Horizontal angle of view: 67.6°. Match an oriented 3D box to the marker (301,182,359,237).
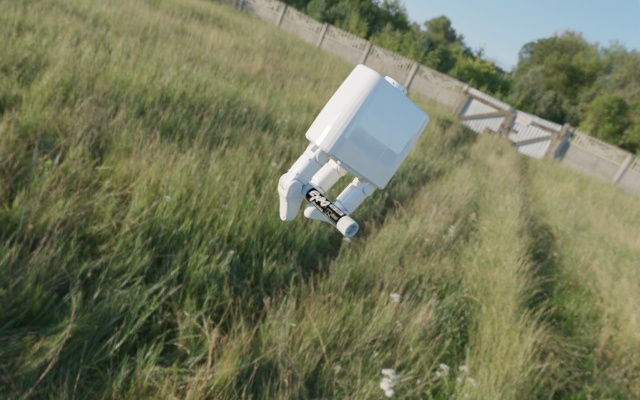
[{"bbox_3d":[0.000,0.002,0.549,0.020,0.020,0.121,0,30,-40],"label":"marker"}]
